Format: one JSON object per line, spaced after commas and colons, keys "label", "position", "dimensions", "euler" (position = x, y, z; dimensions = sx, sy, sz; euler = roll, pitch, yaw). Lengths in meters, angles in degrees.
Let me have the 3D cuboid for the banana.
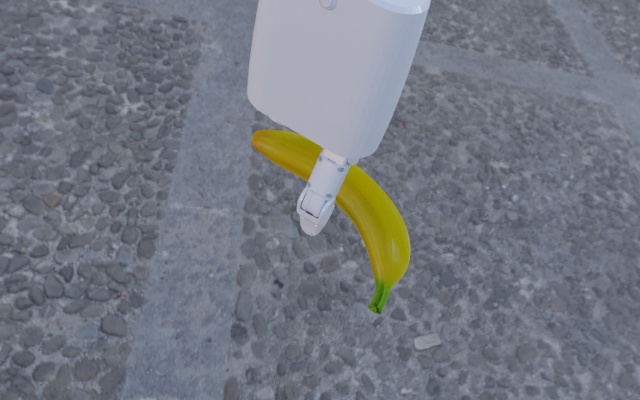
{"label": "banana", "position": [0.017, -0.003, 0.411], "dimensions": [0.069, 0.197, 0.037], "euler": [-24, -28, -28]}
